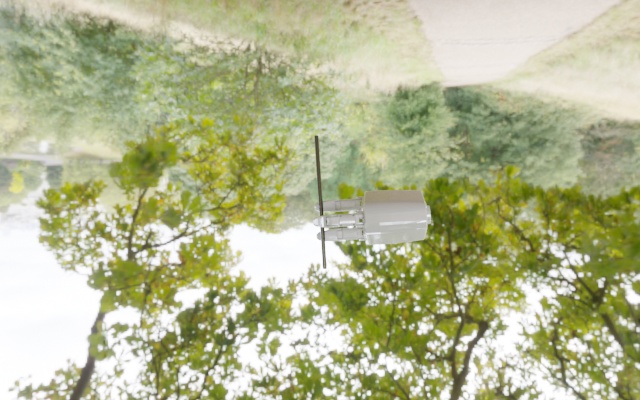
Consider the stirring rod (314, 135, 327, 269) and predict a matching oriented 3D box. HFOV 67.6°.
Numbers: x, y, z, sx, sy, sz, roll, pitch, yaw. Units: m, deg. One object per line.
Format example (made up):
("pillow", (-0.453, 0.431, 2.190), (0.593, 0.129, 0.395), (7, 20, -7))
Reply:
("stirring rod", (0.000, 0.003, 0.860), (0.011, 0.239, 0.011), (-4, -2, 0))
